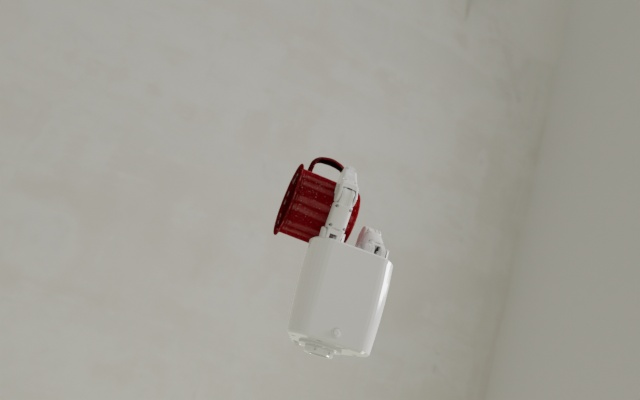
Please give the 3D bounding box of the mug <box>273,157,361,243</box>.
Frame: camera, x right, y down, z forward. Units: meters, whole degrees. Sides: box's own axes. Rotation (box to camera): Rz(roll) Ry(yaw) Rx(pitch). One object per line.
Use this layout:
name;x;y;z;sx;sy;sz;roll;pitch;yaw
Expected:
mug;0.001;0.001;0.591;0.081;0.117;0.093;22;-22;-10
